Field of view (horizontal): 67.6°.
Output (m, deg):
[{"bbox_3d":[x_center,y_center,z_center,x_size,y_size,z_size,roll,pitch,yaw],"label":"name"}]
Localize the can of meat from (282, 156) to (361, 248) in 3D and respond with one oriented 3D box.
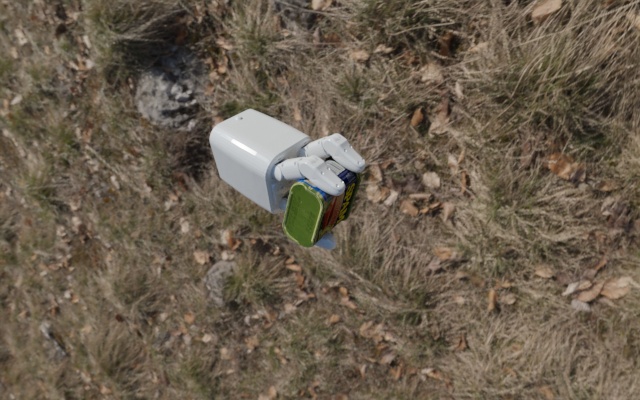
[{"bbox_3d":[0.000,0.002,0.623,0.057,0.102,0.084,33,44,19],"label":"can of meat"}]
